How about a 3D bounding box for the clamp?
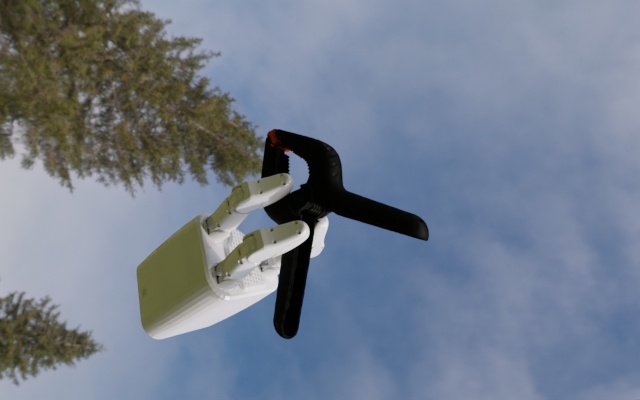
[{"bbox_3d":[0.000,0.001,0.454,0.164,0.209,0.036,-33,-35,21],"label":"clamp"}]
